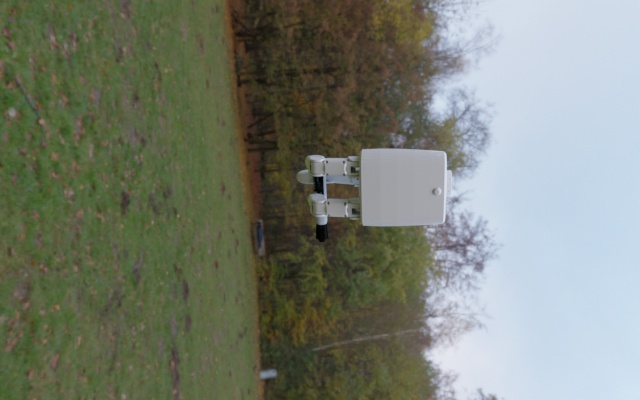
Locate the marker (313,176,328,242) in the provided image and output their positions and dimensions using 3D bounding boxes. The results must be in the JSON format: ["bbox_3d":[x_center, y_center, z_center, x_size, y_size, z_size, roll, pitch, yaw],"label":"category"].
[{"bbox_3d":[0.000,0.002,0.686,0.020,0.121,0.020,-2,16,1],"label":"marker"}]
